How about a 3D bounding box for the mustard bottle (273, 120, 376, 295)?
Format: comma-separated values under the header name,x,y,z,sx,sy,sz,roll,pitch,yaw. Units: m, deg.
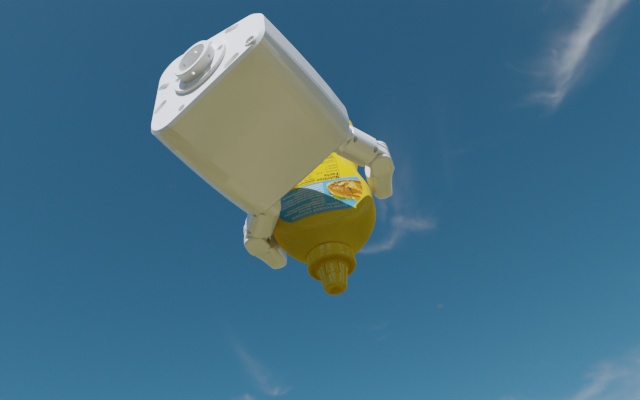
name,x,y,z,sx,sy,sz,roll,pitch,yaw
mustard bottle,0.000,0.001,0.444,0.096,0.191,0.058,-13,-43,3
